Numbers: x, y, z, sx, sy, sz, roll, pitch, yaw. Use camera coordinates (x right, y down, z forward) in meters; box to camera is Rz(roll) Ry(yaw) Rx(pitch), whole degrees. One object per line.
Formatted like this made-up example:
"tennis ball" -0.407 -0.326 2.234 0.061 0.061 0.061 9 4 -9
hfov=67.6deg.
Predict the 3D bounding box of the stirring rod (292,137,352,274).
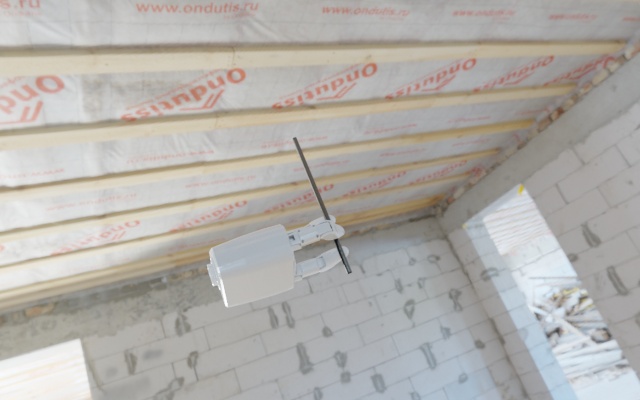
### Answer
"stirring rod" 0.000 0.003 0.744 0.011 0.239 0.011 -20 -20 -7
